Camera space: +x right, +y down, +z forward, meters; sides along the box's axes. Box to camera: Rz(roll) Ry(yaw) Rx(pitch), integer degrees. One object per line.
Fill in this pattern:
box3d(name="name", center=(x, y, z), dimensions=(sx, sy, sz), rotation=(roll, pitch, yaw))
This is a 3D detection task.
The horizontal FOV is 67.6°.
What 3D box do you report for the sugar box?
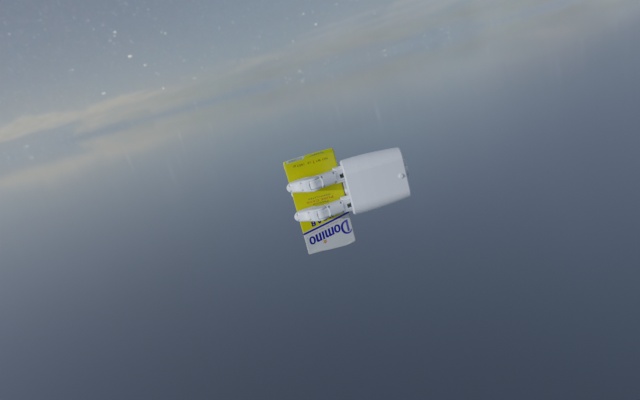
box3d(name="sugar box", center=(0.000, 0.003, 0.865), dimensions=(0.093, 0.176, 0.048), rotation=(-15, 15, 1))
